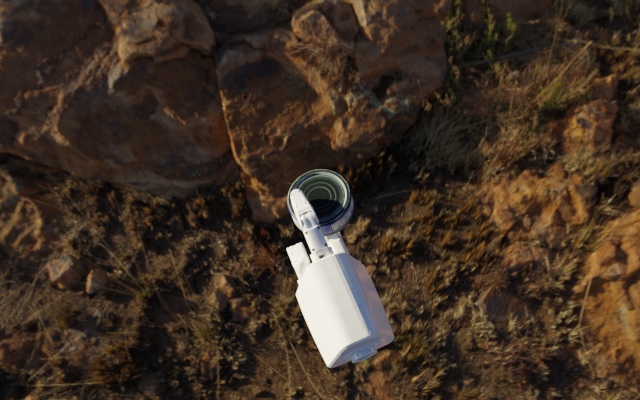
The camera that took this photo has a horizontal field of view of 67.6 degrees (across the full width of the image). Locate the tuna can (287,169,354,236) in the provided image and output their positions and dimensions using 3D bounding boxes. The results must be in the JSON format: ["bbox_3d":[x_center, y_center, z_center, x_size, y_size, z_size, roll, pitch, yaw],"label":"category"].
[{"bbox_3d":[0.000,0.002,0.630,0.086,0.086,0.034,0,-28,10],"label":"tuna can"}]
